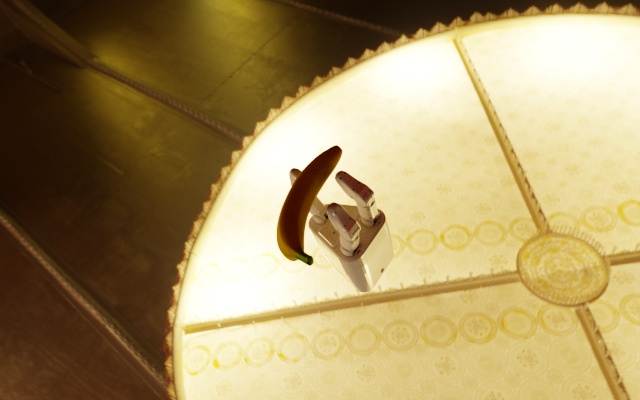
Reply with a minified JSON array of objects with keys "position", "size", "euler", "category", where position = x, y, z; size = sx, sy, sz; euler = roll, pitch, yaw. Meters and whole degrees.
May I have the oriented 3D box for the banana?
[{"position":[-0.018,0.006,0.623],"size":[0.069,0.197,0.037],"euler":[-3,-40,22],"category":"banana"}]
